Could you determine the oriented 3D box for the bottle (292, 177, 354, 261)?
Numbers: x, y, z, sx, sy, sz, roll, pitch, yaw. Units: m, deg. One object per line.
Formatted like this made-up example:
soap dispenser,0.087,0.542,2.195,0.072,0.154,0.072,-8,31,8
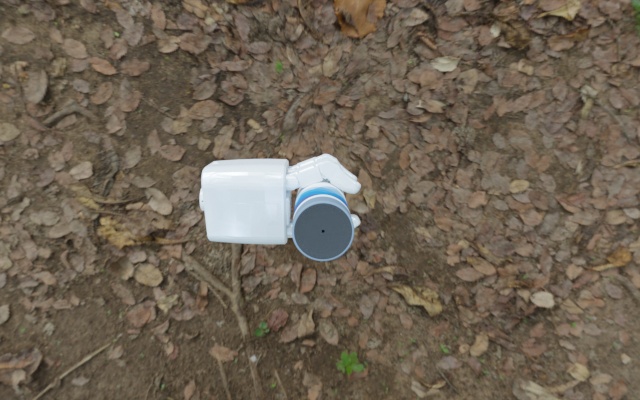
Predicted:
bottle,0.000,0.002,0.647,0.069,0.069,0.295,0,12,-1
